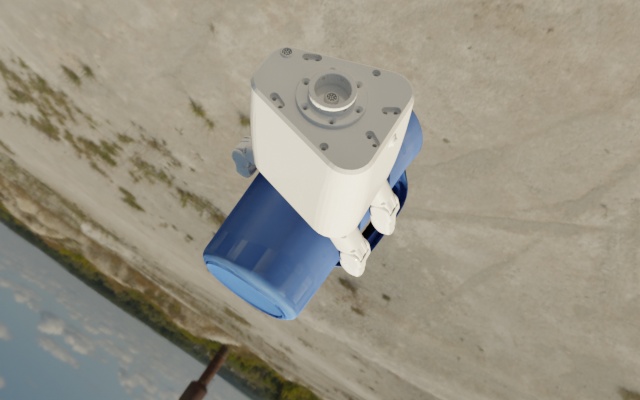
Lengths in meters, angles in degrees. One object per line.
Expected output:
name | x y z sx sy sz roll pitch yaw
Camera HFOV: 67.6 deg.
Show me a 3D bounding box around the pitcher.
pitcher | 0.000 0.002 0.496 0.149 0.242 0.145 31 -23 9
